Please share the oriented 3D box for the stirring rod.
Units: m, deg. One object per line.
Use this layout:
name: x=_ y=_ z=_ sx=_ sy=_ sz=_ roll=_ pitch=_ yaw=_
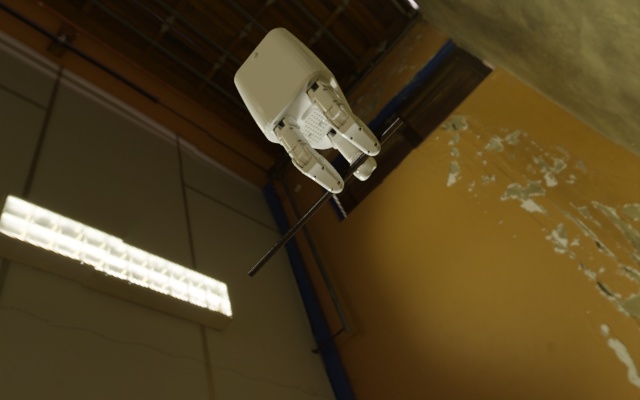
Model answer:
stirring rod: x=0.000 y=0.002 z=0.514 sx=0.239 sy=0.011 sz=0.011 roll=-46 pitch=-16 yaw=16
